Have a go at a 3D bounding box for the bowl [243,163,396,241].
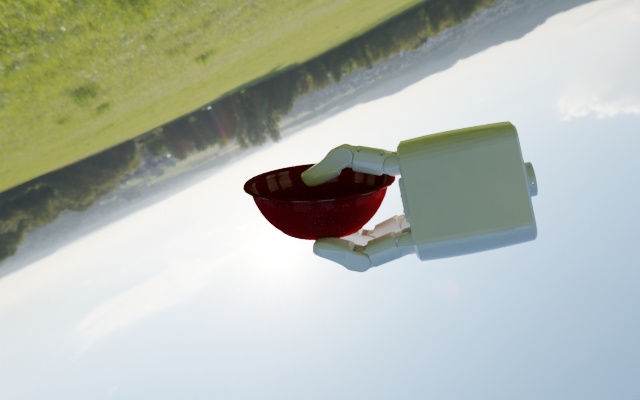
[{"bbox_3d":[-0.001,0.002,0.515,0.162,0.055,0.162,-3,17,1],"label":"bowl"}]
